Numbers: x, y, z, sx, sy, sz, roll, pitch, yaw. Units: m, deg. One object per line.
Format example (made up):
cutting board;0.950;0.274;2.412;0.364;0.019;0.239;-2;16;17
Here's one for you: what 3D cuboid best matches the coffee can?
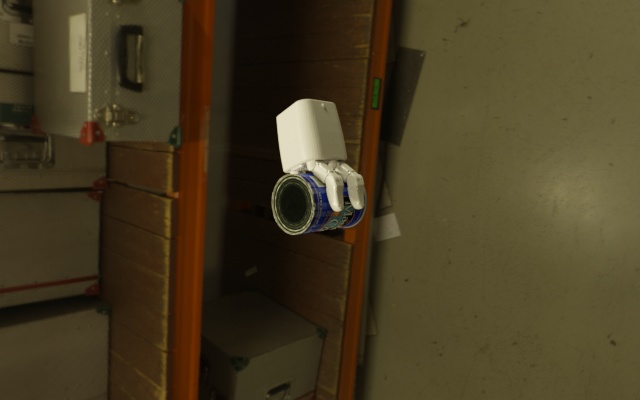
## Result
coffee can;0.000;0.003;0.842;0.103;0.103;0.140;0;3;43
